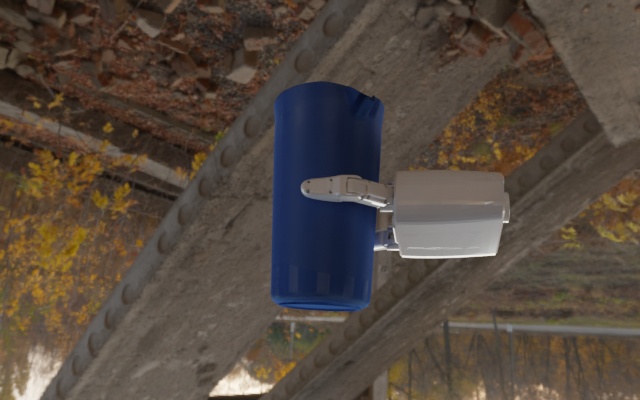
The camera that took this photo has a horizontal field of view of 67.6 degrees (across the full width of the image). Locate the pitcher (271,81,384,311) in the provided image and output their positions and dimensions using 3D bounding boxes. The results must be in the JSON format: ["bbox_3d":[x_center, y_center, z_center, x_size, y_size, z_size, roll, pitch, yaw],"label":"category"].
[{"bbox_3d":[0.000,0.002,0.555,0.145,0.242,0.149,-1,-17,13],"label":"pitcher"}]
